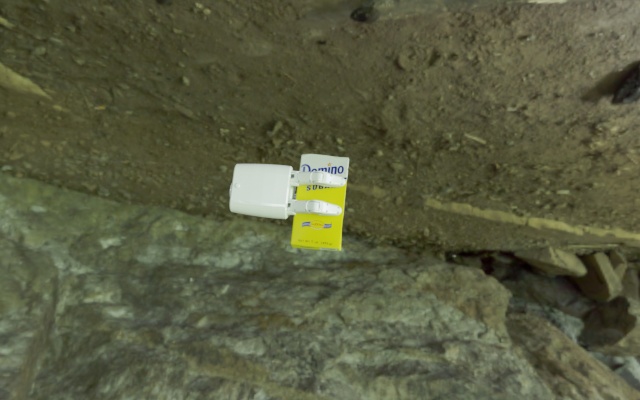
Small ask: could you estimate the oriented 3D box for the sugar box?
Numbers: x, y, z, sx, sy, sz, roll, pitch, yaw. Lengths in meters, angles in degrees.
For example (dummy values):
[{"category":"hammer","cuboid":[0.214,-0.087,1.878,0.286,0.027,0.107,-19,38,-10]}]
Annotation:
[{"category":"sugar box","cuboid":[0.000,0.003,0.895,0.093,0.176,0.048,5,-12,2]}]
